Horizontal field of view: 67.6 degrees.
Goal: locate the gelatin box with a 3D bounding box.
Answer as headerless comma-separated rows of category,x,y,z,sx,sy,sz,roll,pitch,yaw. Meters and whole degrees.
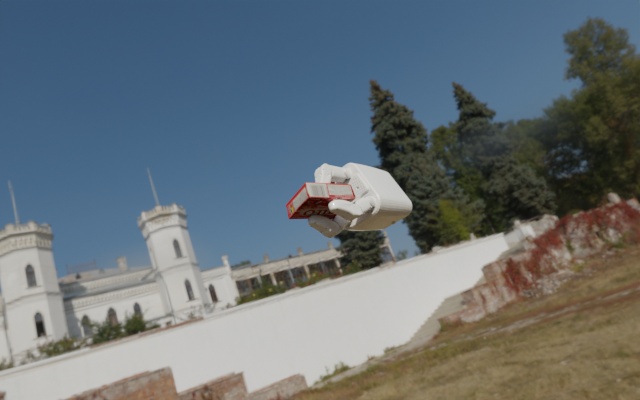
gelatin box,0.000,0.002,0.767,0.089,0.030,0.073,2,-30,-32
